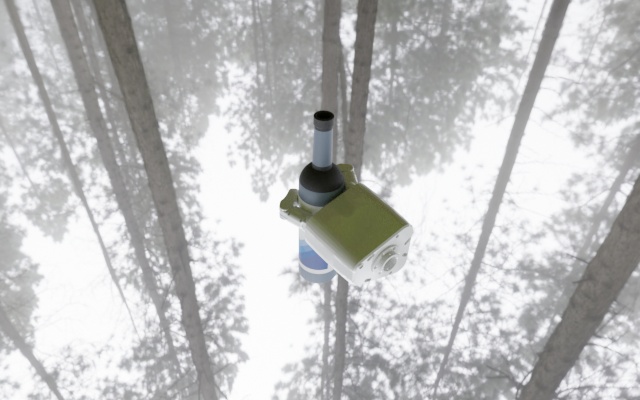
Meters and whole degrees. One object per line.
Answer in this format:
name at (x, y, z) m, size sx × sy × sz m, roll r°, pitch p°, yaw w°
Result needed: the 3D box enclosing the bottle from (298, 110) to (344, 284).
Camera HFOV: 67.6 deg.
bottle at (0.000, 0.002, 0.715) m, size 0.069 × 0.296 × 0.069 m, roll 1°, pitch 40°, yaw -1°
